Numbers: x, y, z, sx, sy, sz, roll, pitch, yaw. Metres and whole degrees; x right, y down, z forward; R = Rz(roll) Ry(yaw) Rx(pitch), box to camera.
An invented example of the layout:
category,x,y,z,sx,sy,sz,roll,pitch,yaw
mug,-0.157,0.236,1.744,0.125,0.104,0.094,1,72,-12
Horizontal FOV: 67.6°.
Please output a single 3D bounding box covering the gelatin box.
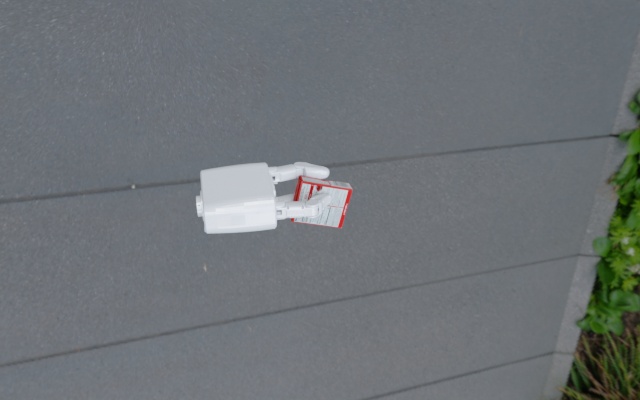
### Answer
category,x,y,z,sx,sy,sz,roll,pitch,yaw
gelatin box,0.001,0.003,0.780,0.089,0.073,0.030,8,23,-14
